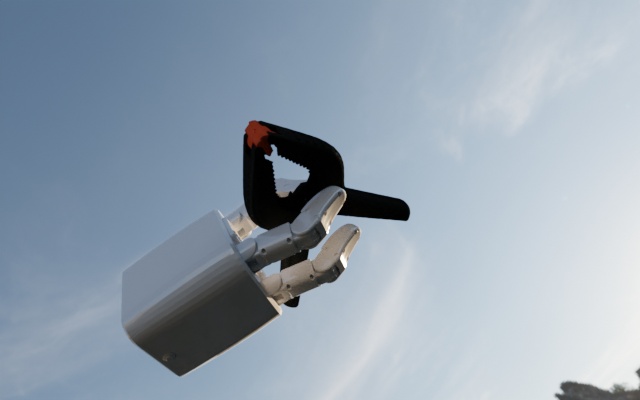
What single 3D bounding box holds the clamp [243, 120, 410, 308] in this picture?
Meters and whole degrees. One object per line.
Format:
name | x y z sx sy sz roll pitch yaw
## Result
clamp | -0.001 0.001 0.439 0.164 0.210 0.036 -34 46 -8
